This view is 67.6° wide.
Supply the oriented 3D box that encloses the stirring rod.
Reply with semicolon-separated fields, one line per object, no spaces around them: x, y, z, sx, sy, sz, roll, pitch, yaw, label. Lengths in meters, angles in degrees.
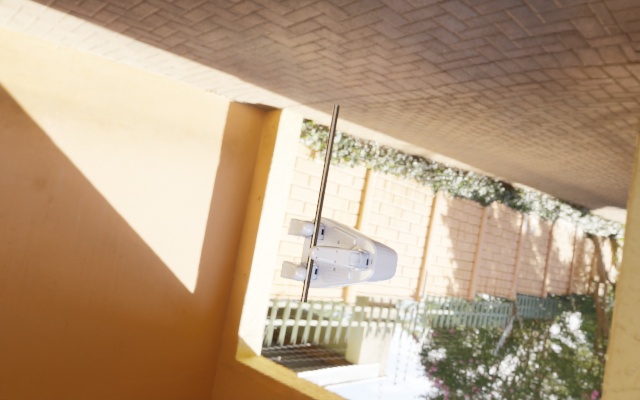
0.000;0.002;0.574;0.011;0.239;0.011;10;-5;1;stirring rod
